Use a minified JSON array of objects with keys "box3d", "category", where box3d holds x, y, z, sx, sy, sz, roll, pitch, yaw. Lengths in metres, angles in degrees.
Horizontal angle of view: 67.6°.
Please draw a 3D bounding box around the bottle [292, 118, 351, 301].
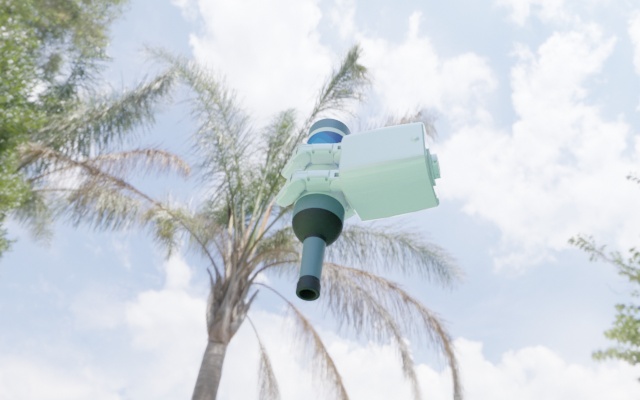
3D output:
[{"box3d":[0.000,0.002,0.632,0.069,0.069,0.295,0,44,8],"category":"bottle"}]
